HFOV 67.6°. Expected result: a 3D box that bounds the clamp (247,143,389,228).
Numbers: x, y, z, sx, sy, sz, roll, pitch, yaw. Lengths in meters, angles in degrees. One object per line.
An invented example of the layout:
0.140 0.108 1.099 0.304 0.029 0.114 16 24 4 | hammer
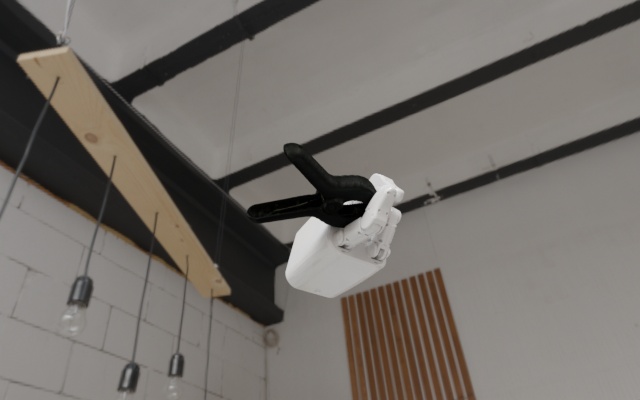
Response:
0.000 0.001 0.571 0.171 0.039 0.120 22 -46 -30 | clamp
